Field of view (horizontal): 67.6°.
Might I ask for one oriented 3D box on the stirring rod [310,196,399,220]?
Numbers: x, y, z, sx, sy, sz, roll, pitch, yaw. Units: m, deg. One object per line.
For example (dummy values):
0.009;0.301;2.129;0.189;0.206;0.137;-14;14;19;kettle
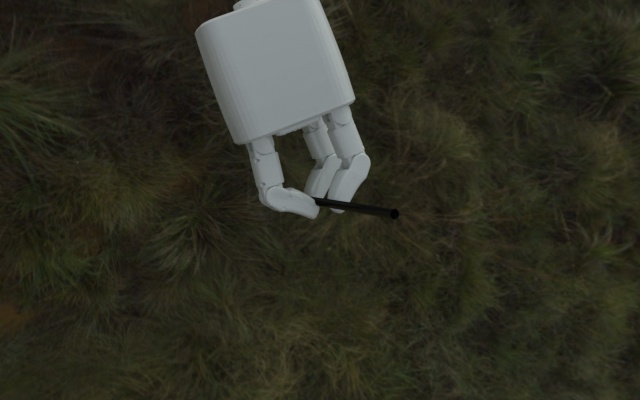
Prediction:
0.000;0.001;0.457;0.011;0.011;0.239;0;4;-27;stirring rod
